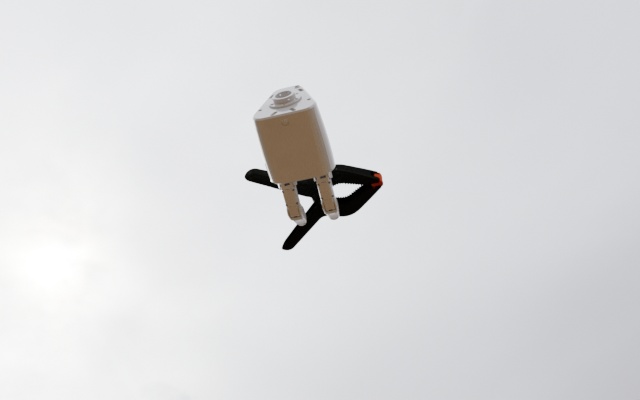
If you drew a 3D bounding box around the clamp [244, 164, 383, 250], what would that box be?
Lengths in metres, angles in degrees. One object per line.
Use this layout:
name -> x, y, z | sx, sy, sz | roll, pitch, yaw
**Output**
clamp -> 0.001, 0.002, 0.776 | 0.210, 0.165, 0.036 | -11, 34, 8
